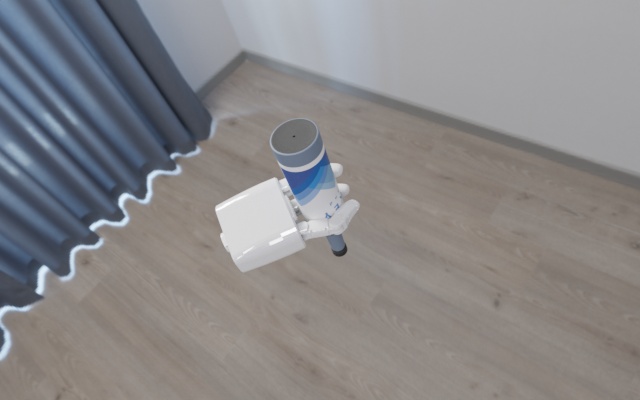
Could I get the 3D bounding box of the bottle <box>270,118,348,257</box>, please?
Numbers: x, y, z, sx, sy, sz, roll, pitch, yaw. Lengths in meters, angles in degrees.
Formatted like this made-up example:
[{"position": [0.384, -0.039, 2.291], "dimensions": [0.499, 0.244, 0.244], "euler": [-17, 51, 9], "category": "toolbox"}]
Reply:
[{"position": [0.000, 0.002, 0.733], "dimensions": [0.069, 0.069, 0.296], "euler": [0, -36, 17], "category": "bottle"}]
